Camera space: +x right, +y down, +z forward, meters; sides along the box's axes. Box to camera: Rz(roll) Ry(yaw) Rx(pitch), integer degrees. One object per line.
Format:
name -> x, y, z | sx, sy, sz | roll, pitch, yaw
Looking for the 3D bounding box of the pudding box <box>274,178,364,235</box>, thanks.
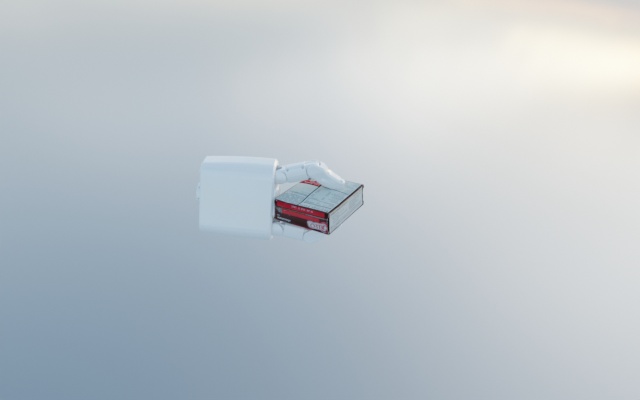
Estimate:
pudding box -> 0.000, 0.002, 0.692 | 0.090, 0.039, 0.113 | 15, 32, 26
